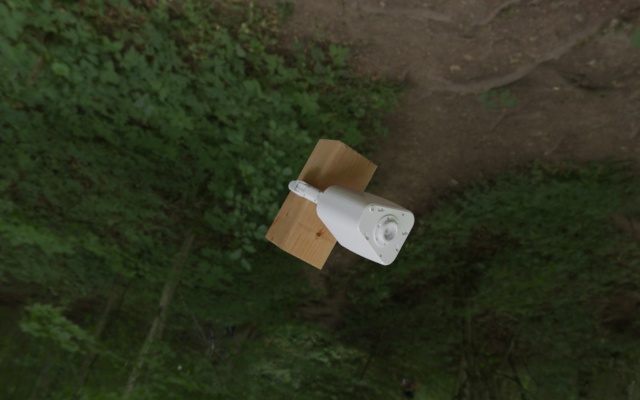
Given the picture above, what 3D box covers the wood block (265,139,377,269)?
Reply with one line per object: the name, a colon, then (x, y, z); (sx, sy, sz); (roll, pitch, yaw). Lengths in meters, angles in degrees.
wood block: (0.000, 0.003, 0.848); (0.091, 0.206, 0.090); (31, -4, -25)
